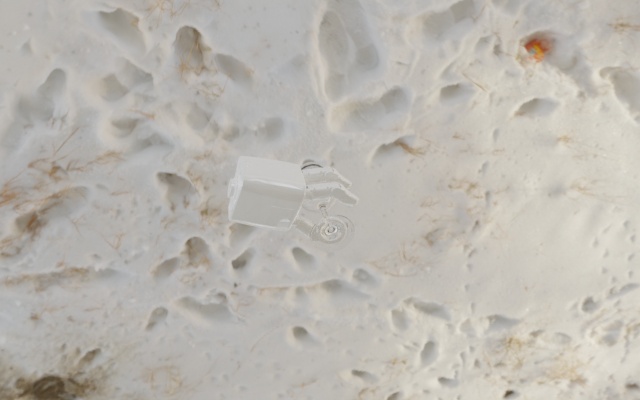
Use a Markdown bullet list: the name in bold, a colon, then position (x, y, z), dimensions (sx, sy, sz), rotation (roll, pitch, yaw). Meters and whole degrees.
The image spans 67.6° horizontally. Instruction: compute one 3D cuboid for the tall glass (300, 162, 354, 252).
- **tall glass**: position (0.000, 0.003, 0.863), dimensions (0.079, 0.079, 0.201), rotation (0, 32, -13)
